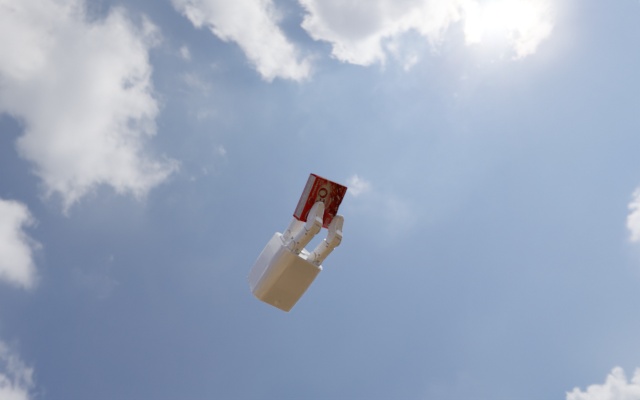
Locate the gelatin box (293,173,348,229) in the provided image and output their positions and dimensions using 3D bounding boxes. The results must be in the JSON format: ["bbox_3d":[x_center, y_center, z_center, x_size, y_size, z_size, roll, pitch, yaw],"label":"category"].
[{"bbox_3d":[0.000,0.002,0.880,0.073,0.089,0.030,19,7,-32],"label":"gelatin box"}]
